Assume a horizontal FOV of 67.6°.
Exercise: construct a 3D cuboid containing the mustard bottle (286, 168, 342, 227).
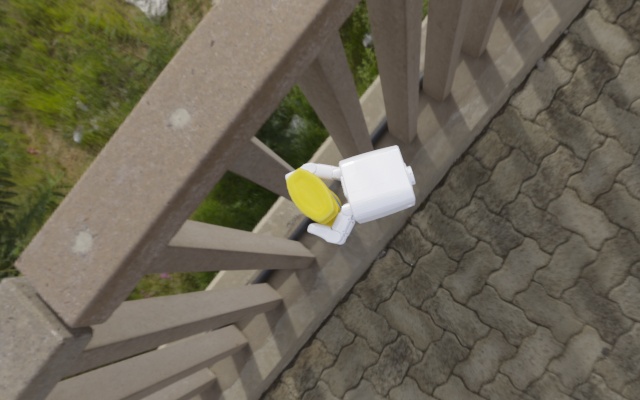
[{"bbox_3d":[0.000,0.003,0.847,0.058,0.096,0.191,-41,-13,3],"label":"mustard bottle"}]
